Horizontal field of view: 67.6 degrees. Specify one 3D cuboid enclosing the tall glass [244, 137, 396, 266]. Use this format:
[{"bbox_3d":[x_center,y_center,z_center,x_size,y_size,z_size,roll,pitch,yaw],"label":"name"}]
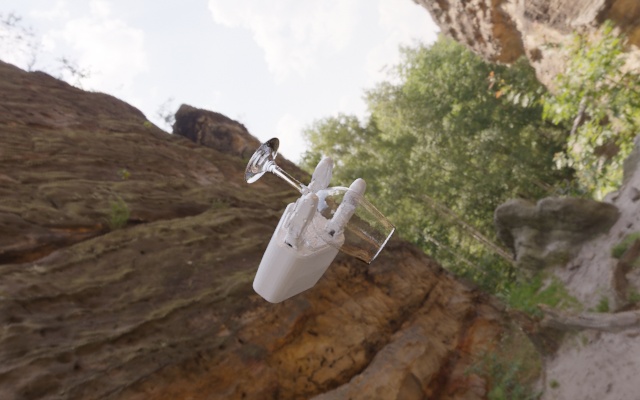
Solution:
[{"bbox_3d":[0.000,0.002,0.630,0.201,0.079,0.079,35,7,11],"label":"tall glass"}]
